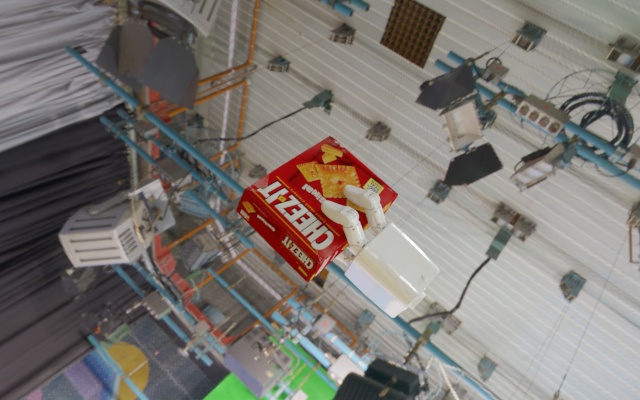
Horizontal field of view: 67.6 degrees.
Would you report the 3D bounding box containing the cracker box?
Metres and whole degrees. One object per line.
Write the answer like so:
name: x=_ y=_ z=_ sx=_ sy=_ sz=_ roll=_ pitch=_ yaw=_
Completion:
cracker box: x=0.000 y=0.003 z=0.777 sx=0.213 sy=0.164 sz=0.072 roll=-37 pitch=-16 yaw=-39
